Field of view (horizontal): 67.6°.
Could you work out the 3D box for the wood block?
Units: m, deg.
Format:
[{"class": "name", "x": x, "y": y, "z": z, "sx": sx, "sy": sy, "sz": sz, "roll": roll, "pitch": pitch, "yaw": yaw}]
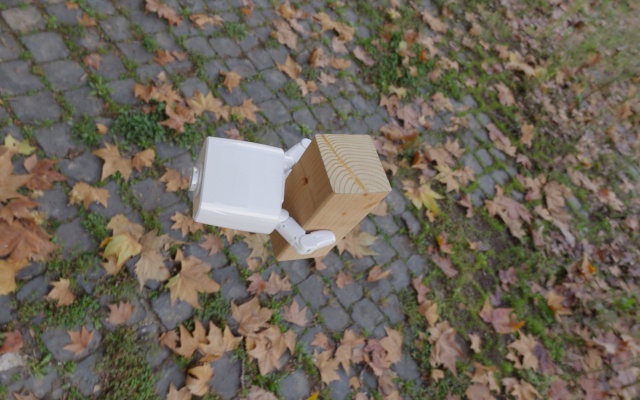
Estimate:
[{"class": "wood block", "x": 0.000, "y": 0.002, "z": 0.688, "sx": 0.090, "sy": 0.090, "sz": 0.206, "roll": -3, "pitch": -28, "yaw": -29}]
